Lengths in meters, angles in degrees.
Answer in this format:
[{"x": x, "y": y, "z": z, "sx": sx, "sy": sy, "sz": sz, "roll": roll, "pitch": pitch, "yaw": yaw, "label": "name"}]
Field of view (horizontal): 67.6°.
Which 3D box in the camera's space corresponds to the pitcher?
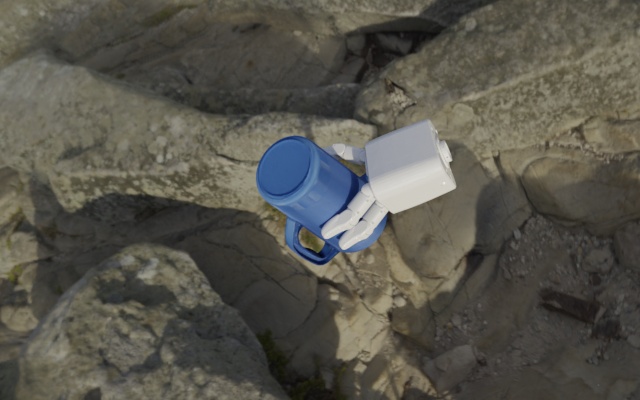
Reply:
[{"x": 0.000, "y": 0.002, "z": 0.768, "sx": 0.145, "sy": 0.149, "sz": 0.243, "roll": -20, "pitch": -28, "yaw": 22, "label": "pitcher"}]
